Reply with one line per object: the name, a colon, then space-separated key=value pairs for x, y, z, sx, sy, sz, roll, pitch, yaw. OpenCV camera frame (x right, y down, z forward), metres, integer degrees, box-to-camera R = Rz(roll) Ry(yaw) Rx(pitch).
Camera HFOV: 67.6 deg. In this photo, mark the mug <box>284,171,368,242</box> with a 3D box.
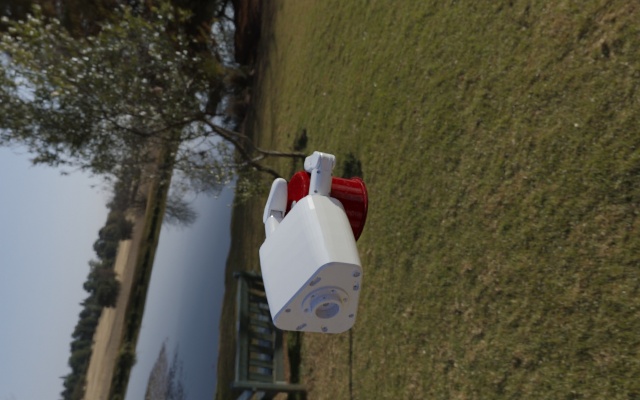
mug: x=0.000 y=0.001 z=0.611 sx=0.081 sy=0.093 sz=0.117 roll=10 pitch=33 yaw=-21
